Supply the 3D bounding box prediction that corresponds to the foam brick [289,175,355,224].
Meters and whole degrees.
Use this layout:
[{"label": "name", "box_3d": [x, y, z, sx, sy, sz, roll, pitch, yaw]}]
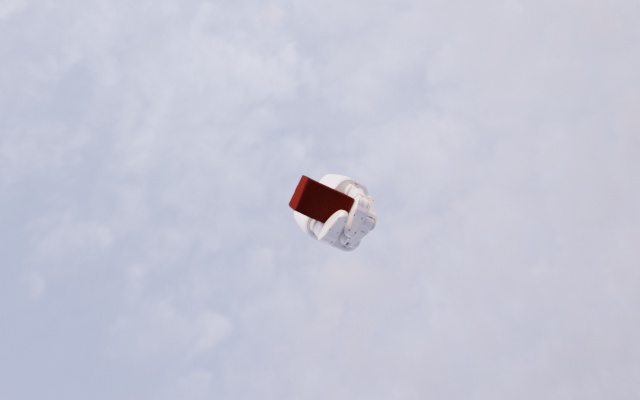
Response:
[{"label": "foam brick", "box_3d": [0.000, 0.002, 0.704, 0.078, 0.053, 0.051, 25, 3, -17]}]
